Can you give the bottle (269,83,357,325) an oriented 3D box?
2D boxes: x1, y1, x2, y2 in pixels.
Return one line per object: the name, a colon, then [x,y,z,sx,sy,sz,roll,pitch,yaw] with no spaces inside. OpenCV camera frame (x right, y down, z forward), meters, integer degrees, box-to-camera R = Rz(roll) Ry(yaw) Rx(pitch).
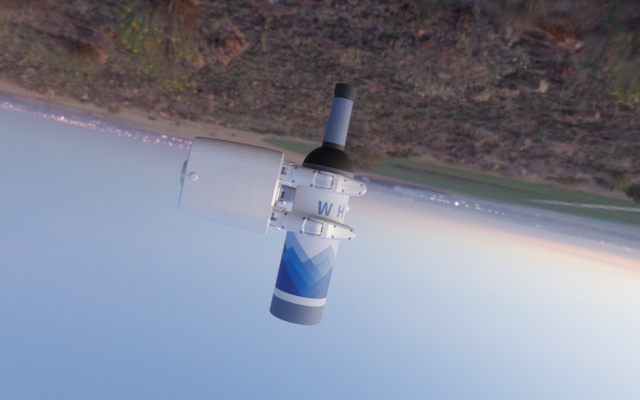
bottle: [0.000,0.002,0.596,0.069,0.296,0.069,13,2,0]
